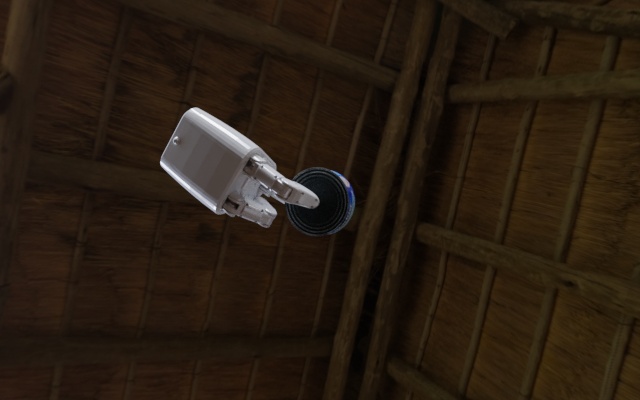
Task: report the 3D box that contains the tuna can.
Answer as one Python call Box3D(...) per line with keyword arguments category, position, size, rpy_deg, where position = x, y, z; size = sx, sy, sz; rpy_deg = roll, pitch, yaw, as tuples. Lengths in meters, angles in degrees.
Box3D(category="tuna can", position=(0.000, 0.002, 0.608), size=(0.086, 0.086, 0.034), rpy_deg=(0, -1, 20))
